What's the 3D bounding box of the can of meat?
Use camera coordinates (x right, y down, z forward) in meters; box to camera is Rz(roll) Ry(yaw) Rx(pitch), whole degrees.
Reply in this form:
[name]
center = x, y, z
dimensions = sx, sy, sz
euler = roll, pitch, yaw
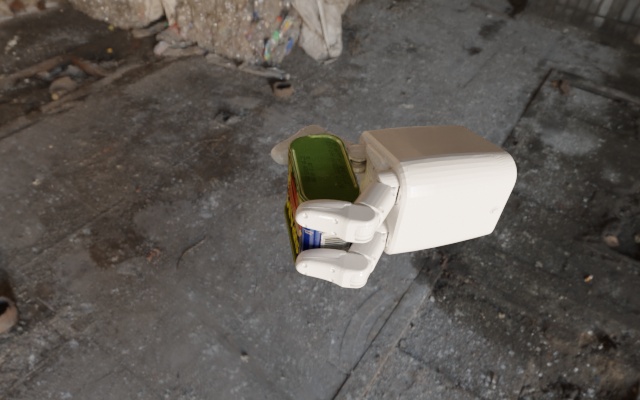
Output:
[can of meat]
center = 0.000, 0.001, 0.432
dimensions = 0.057, 0.084, 0.102
euler = -5, 44, -10
